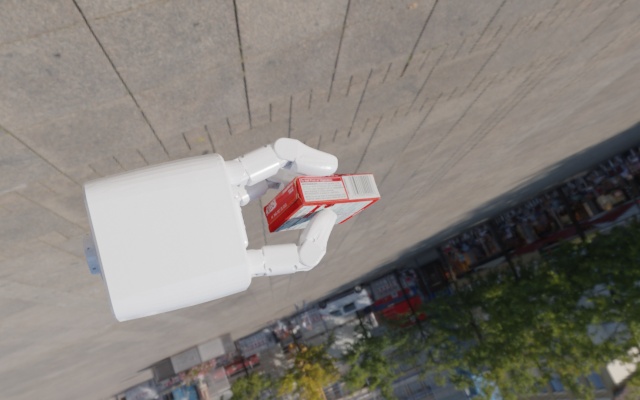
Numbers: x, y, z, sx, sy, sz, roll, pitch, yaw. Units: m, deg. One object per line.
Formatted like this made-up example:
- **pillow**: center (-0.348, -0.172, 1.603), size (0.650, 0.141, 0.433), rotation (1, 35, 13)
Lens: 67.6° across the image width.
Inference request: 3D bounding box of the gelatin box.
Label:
- **gelatin box**: center (0.000, 0.002, 0.459), size (0.089, 0.030, 0.073), rotation (-4, -20, -32)
